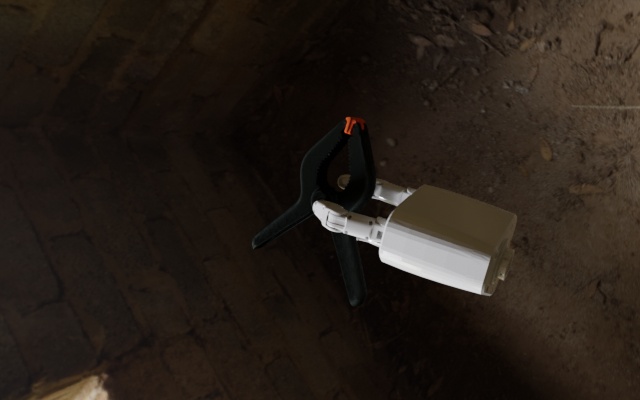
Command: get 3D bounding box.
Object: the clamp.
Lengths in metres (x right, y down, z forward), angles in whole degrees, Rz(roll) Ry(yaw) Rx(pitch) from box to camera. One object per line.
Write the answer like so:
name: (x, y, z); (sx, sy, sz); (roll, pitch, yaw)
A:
clamp: (0.000, 0.001, 0.562); (0.164, 0.210, 0.036); (18, 14, 25)
